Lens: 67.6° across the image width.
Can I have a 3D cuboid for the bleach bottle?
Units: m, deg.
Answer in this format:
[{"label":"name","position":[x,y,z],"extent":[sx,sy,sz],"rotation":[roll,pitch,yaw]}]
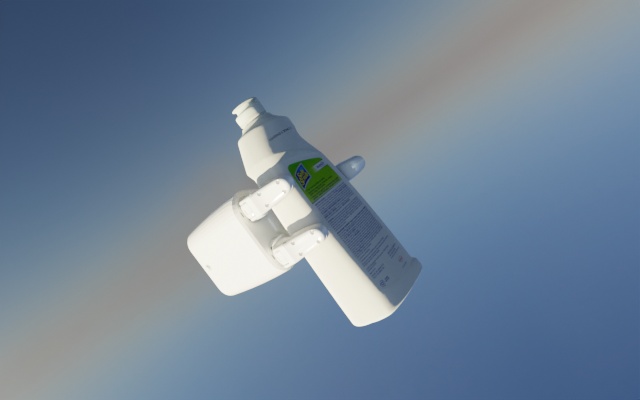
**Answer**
[{"label":"bleach bottle","position":[0.000,0.002,0.496],"extent":[0.068,0.251,0.102],"rotation":[-33,5,40]}]
